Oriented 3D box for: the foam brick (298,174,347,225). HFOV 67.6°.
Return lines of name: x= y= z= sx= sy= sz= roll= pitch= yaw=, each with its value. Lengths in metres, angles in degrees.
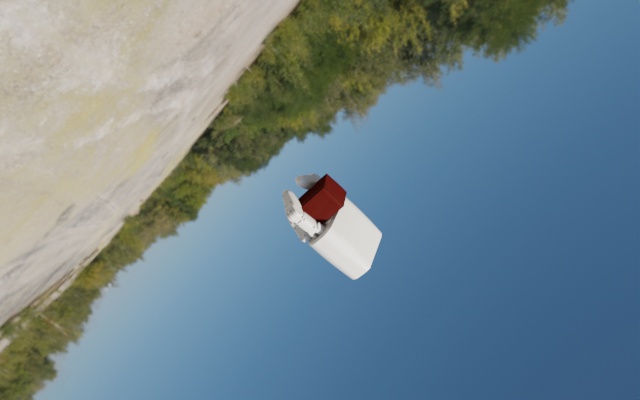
foam brick: x=0.000 y=0.003 z=0.826 sx=0.078 sy=0.051 sz=0.053 roll=-41 pitch=15 yaw=27
